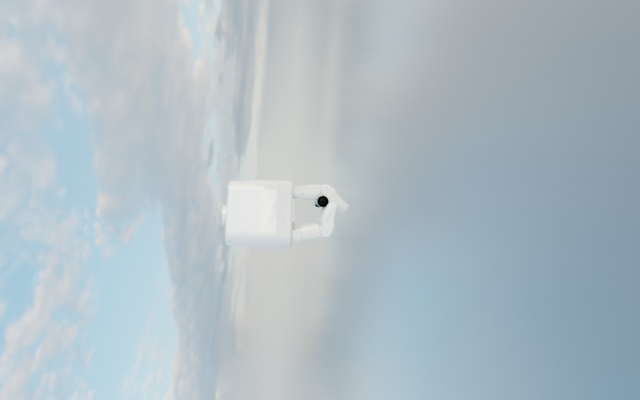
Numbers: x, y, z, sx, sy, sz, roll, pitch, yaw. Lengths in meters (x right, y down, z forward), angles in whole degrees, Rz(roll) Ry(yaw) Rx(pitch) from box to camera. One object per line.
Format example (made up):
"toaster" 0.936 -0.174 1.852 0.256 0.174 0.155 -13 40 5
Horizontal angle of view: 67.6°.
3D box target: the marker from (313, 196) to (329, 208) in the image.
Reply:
"marker" 0.000 0.003 0.820 0.020 0.020 0.121 0 -1 -4
